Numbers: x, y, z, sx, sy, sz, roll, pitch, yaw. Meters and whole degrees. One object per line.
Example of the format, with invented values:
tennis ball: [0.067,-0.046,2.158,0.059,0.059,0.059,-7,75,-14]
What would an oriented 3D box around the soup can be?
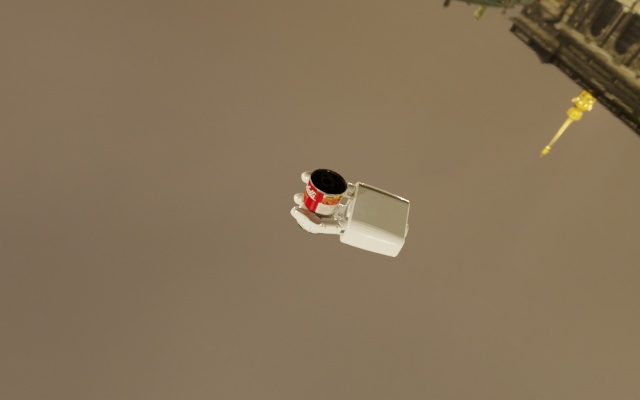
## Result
soup can: [0.000,0.003,0.860,0.068,0.102,0.068,13,41,-11]
